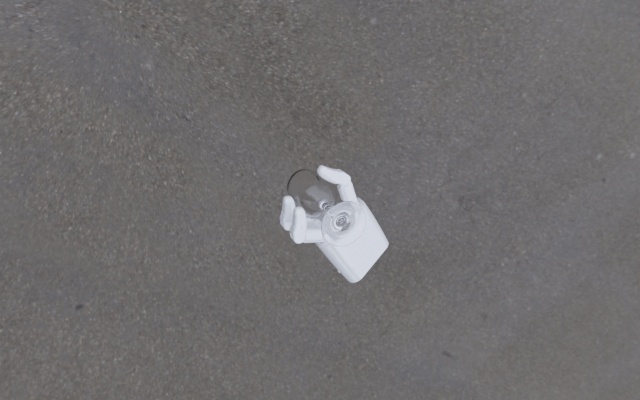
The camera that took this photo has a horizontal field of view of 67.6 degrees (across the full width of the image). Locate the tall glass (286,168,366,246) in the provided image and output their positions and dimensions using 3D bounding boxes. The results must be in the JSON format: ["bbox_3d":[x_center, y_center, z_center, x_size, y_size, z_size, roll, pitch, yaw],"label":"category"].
[{"bbox_3d":[0.000,0.003,0.808,0.079,0.079,0.201,0,20,-23],"label":"tall glass"}]
